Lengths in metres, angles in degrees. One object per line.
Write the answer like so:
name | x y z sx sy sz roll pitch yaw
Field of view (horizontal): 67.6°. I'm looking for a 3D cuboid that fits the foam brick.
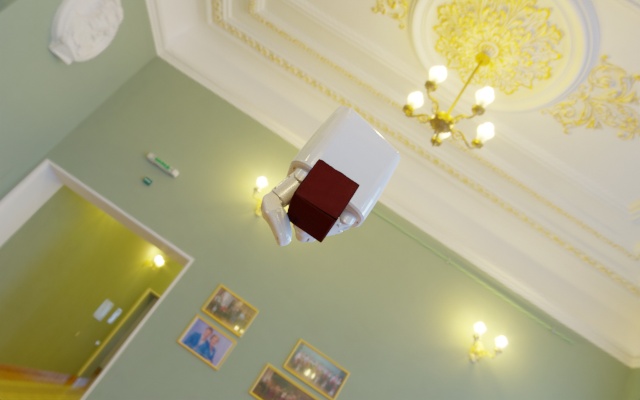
foam brick | 0.000 0.002 0.520 0.053 0.051 0.078 34 -24 3
